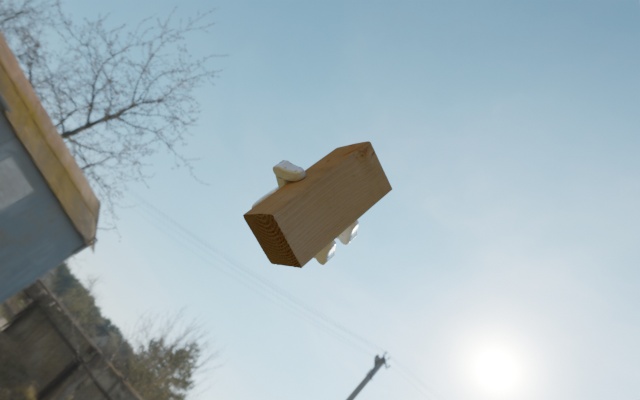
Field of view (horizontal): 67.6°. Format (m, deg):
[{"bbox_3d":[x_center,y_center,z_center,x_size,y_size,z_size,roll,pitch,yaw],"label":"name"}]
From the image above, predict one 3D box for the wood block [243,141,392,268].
[{"bbox_3d":[0.000,0.002,0.723,0.206,0.091,0.090,-39,20,-30],"label":"wood block"}]
